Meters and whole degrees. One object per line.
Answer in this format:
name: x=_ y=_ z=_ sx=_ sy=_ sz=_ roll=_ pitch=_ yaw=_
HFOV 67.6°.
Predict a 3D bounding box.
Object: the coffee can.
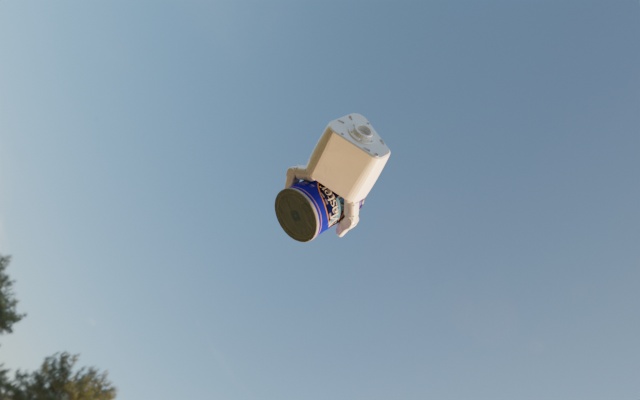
coffee can: x=0.000 y=0.003 z=0.886 sx=0.103 sy=0.103 sz=0.140 roll=0 pitch=21 yaw=44
